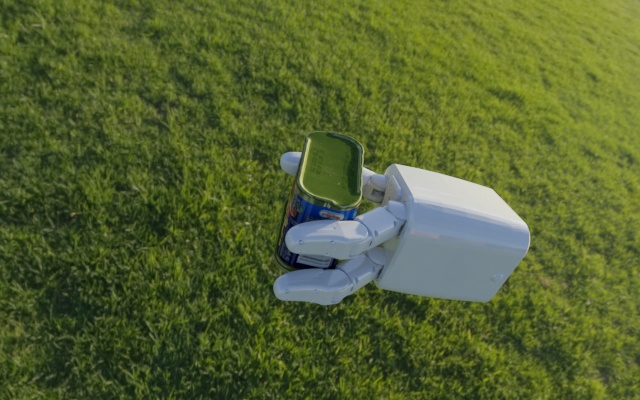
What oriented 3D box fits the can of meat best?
[{"bbox_3d":[0.000,0.001,0.405,0.057,0.084,0.102,14,40,-5],"label":"can of meat"}]
